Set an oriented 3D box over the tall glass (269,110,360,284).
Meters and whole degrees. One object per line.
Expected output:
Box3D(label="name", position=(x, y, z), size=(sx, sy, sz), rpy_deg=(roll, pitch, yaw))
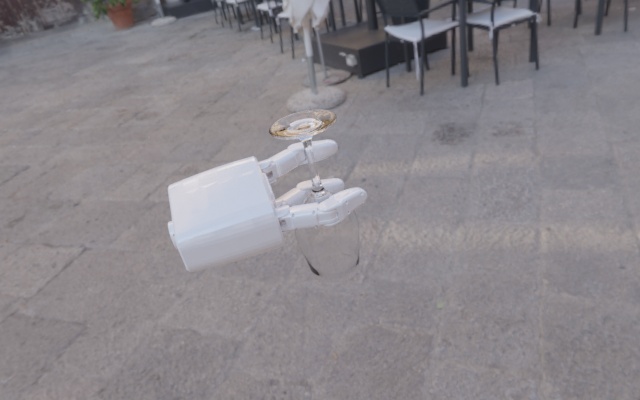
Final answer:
Box3D(label="tall glass", position=(0.000, 0.001, 0.558), size=(0.079, 0.201, 0.079), rpy_deg=(-10, 30, 6))
